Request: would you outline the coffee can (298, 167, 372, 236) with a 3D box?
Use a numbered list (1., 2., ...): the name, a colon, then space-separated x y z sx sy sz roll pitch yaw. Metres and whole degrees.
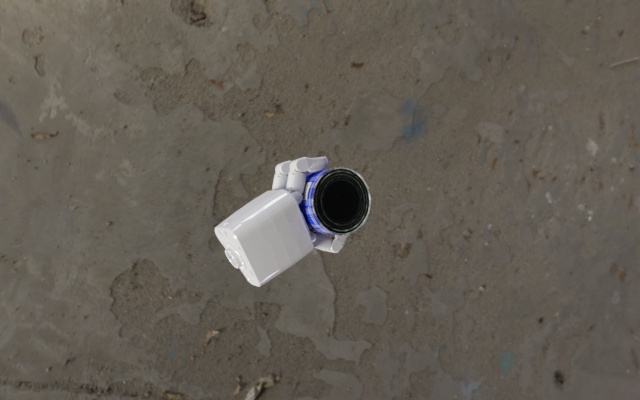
1. coffee can: 0.000 0.002 0.767 0.103 0.103 0.140 0 -2 -29
